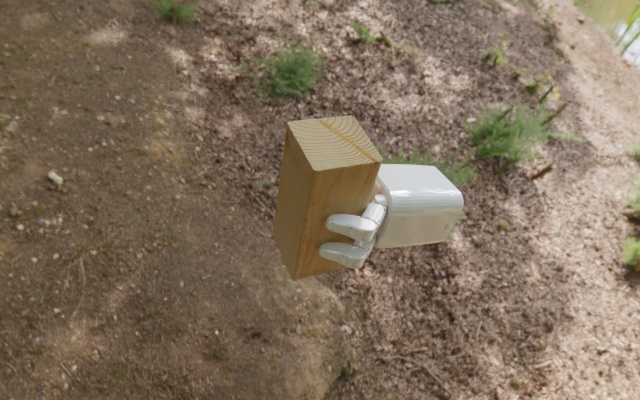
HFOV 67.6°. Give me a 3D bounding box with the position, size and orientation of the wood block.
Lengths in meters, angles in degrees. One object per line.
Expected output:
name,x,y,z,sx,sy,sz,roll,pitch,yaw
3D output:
wood block,0.000,0.002,0.626,0.090,0.090,0.206,-10,-41,-21
